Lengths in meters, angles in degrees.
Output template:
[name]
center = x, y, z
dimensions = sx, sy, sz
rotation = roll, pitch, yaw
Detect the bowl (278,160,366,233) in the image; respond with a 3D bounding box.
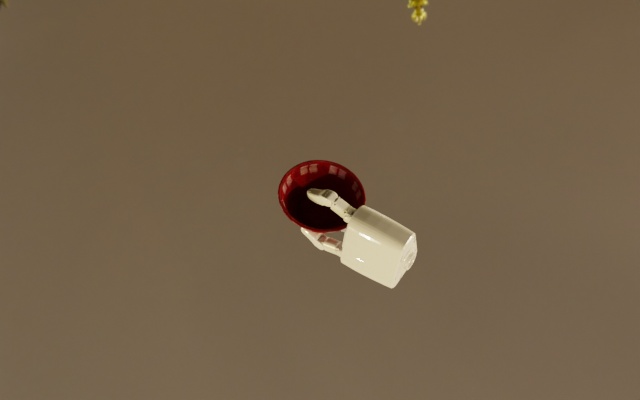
[bowl]
center = -0.001, 0.002, 0.892
dimensions = 0.162, 0.162, 0.055
rotation = 0, -34, -8
